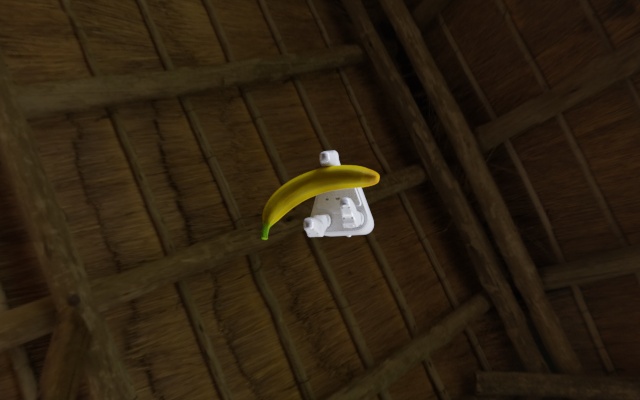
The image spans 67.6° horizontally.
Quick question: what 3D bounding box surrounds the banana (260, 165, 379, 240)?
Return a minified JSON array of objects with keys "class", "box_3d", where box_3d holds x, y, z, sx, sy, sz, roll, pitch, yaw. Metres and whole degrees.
[{"class":"banana","box_3d":[-0.011,-0.012,0.719,0.198,0.069,0.037,-28,-18,6]}]
